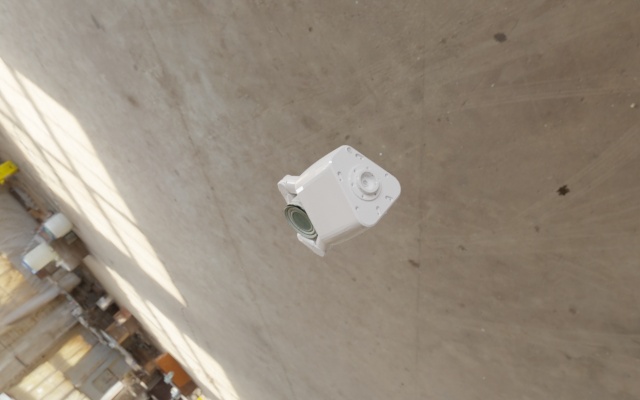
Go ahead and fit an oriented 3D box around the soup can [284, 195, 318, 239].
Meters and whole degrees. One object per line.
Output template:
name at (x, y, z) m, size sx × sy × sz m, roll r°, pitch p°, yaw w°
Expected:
soup can at (0.000, 0.003, 0.745) m, size 0.068 × 0.068 × 0.102 m, roll 0°, pitch 38°, yaw 50°
